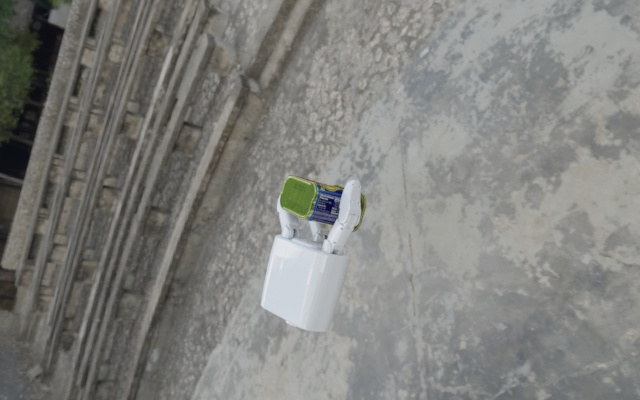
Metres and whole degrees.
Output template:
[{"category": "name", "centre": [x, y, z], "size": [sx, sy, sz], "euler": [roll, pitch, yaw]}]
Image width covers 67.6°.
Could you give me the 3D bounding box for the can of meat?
[{"category": "can of meat", "centre": [0.000, 0.002, 0.672], "size": [0.084, 0.057, 0.102], "euler": [13, 4, -32]}]
